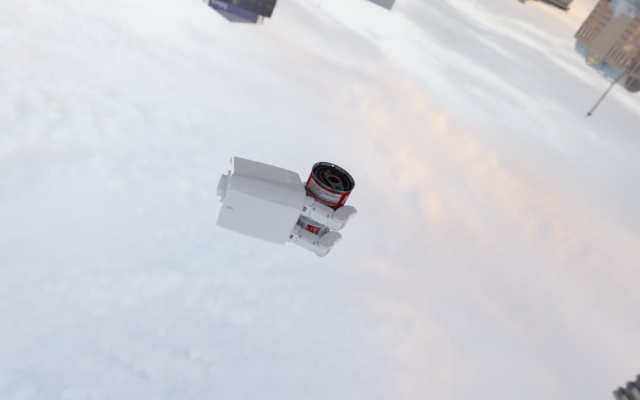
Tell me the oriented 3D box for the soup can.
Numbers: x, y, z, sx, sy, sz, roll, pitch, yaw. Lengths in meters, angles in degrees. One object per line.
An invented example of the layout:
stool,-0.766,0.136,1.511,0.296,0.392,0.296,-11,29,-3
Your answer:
soup can,0.000,0.003,0.716,0.068,0.102,0.068,18,35,-13
